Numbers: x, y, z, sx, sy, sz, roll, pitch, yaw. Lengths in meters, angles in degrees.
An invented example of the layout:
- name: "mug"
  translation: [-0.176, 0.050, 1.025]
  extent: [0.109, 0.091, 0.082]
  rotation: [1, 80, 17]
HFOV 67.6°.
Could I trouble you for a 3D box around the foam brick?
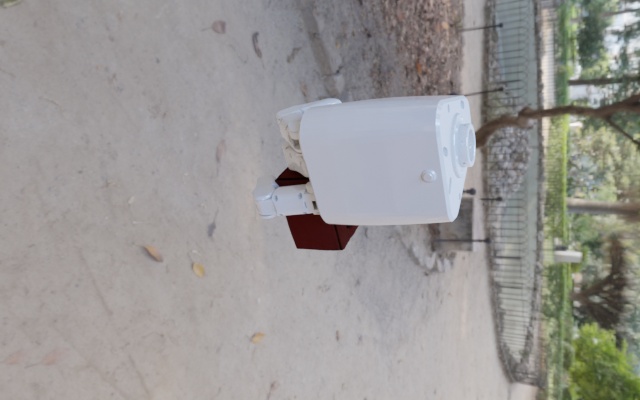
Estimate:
- name: "foam brick"
  translation: [0.000, 0.002, 0.448]
  extent: [0.051, 0.078, 0.053]
  rotation: [-1, 30, 28]
